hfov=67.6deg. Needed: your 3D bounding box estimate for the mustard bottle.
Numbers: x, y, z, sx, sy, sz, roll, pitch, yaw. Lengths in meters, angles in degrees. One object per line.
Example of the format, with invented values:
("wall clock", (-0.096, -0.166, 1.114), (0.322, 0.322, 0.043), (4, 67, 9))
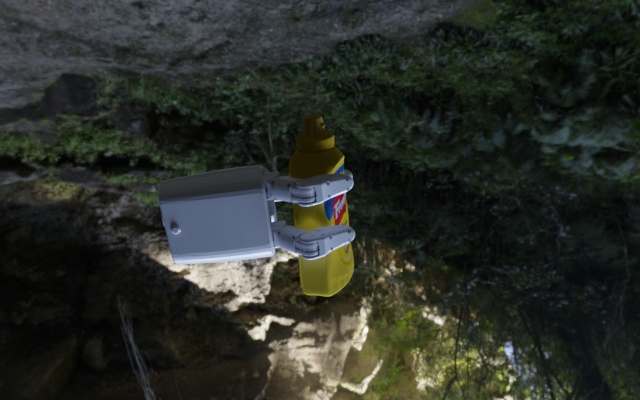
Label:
("mustard bottle", (0.000, 0.002, 0.530), (0.058, 0.192, 0.096), (2, 21, 20))
